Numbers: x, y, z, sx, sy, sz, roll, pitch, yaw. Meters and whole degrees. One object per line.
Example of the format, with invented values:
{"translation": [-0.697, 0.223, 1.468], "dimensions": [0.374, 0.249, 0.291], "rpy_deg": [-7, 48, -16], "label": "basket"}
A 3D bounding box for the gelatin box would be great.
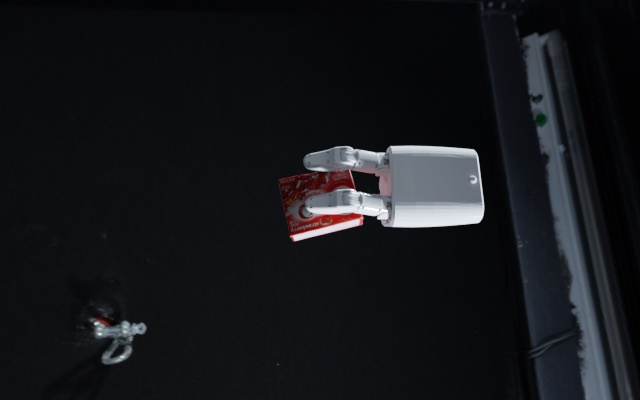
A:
{"translation": [0.000, 0.002, 0.574], "dimensions": [0.089, 0.073, 0.030], "rpy_deg": [-14, -19, 0], "label": "gelatin box"}
